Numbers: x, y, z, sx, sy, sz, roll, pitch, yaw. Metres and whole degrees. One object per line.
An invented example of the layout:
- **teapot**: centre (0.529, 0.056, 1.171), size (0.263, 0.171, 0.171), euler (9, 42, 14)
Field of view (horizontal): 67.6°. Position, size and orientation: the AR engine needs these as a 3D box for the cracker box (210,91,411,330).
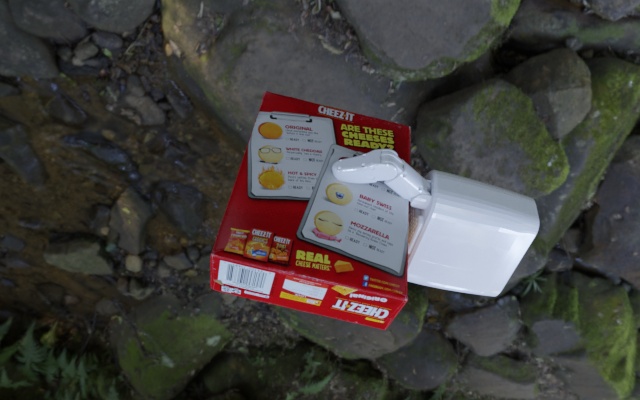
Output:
- **cracker box**: centre (0.000, 0.002, 0.467), size (0.164, 0.213, 0.072), euler (13, -40, -4)
